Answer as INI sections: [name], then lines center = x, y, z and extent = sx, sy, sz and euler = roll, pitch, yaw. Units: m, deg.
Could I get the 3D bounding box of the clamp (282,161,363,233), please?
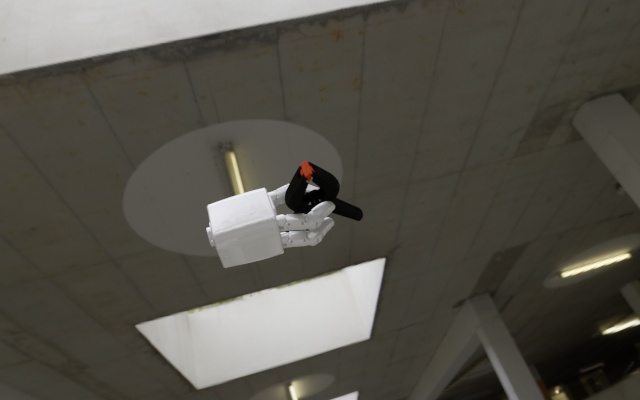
[clamp]
center = 0.000, 0.002, 0.825
extent = 0.164, 0.036, 0.210
euler = -17, -33, -10
